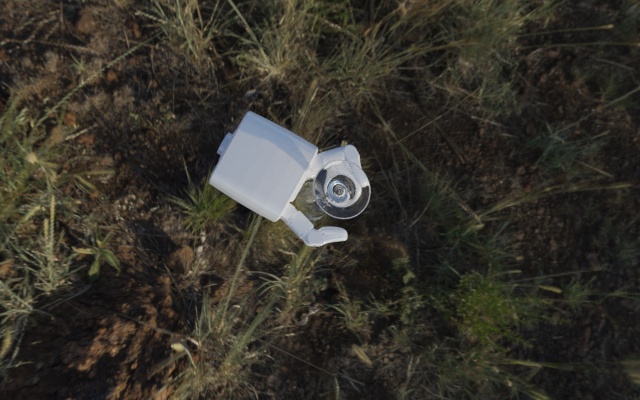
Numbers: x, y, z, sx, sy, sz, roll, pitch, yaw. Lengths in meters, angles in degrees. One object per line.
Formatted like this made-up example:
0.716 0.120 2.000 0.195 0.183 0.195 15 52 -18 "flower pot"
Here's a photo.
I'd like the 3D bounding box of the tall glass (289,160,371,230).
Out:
0.000 0.002 0.679 0.079 0.079 0.201 0 -10 -15 "tall glass"
